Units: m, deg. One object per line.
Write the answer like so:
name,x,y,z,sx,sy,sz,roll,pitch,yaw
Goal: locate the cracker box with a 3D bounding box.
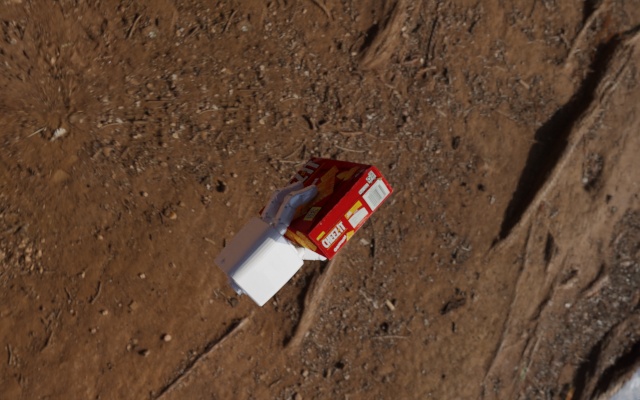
cracker box,0.000,0.003,0.854,0.072,0.164,0.213,51,-16,-26
